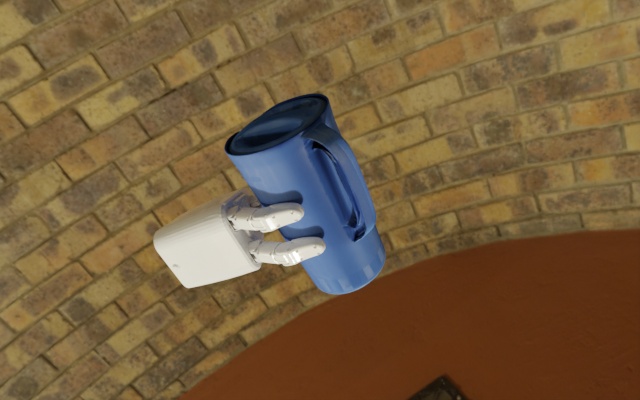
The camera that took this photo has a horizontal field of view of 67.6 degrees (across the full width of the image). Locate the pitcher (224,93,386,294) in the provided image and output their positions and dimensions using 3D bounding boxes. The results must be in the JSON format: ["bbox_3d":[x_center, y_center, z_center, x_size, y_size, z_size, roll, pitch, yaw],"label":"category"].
[{"bbox_3d":[0.000,0.002,0.594,0.145,0.243,0.149,-20,29,14],"label":"pitcher"}]
